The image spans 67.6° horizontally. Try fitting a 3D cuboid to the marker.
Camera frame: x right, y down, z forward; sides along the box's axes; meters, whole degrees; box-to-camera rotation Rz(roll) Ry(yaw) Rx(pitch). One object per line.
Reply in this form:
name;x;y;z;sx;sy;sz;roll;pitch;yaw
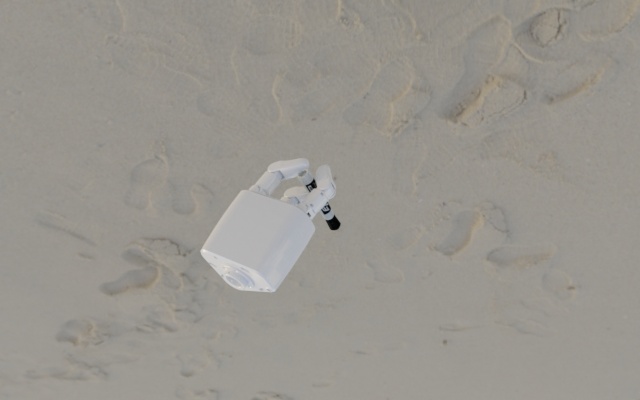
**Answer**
marker;0.000;0.002;0.699;0.020;0.020;0.121;0;-42;33
